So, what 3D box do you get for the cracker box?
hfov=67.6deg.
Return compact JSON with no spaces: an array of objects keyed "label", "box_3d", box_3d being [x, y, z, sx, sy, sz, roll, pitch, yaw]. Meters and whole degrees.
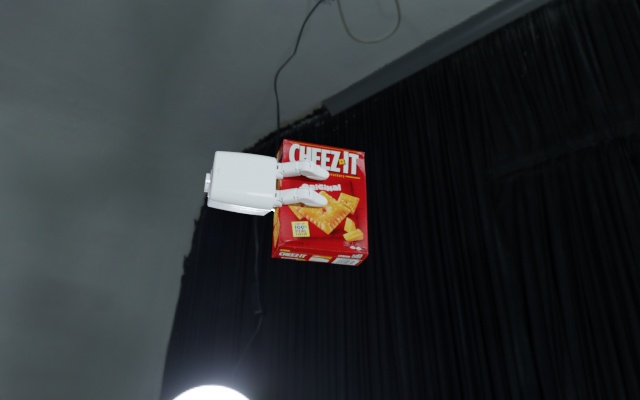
[{"label":"cracker box","box_3d":[0.000,0.003,0.876,0.164,0.213,0.072,8,-27,-14]}]
